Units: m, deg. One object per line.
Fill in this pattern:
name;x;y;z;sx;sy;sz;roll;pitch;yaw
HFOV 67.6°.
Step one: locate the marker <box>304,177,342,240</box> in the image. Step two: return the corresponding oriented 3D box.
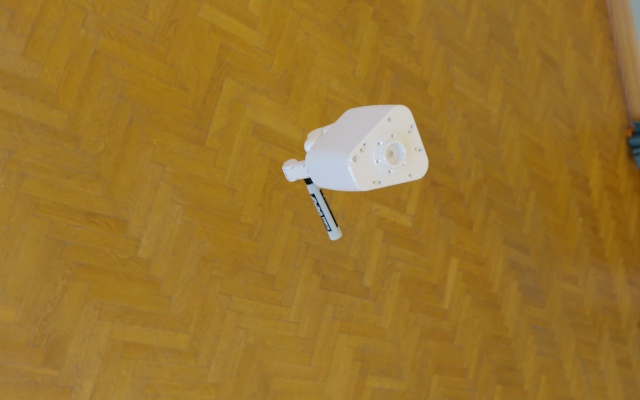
marker;0.000;0.002;0.695;0.020;0.121;0.020;-22;18;7
